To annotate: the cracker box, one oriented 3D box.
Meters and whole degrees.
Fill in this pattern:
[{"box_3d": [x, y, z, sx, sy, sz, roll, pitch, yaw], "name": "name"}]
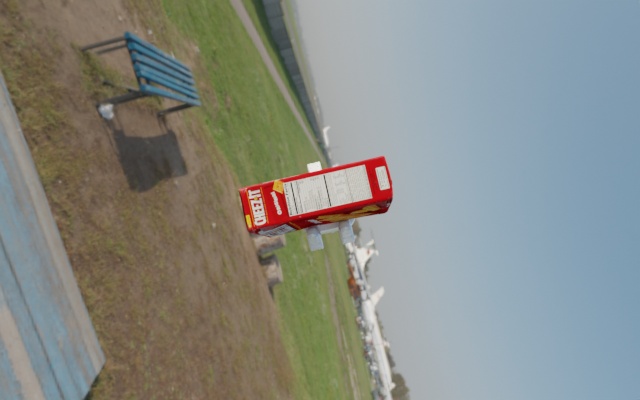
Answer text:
[{"box_3d": [0.000, 0.002, 0.741, 0.214, 0.072, 0.164, -13, -8, 3], "name": "cracker box"}]
